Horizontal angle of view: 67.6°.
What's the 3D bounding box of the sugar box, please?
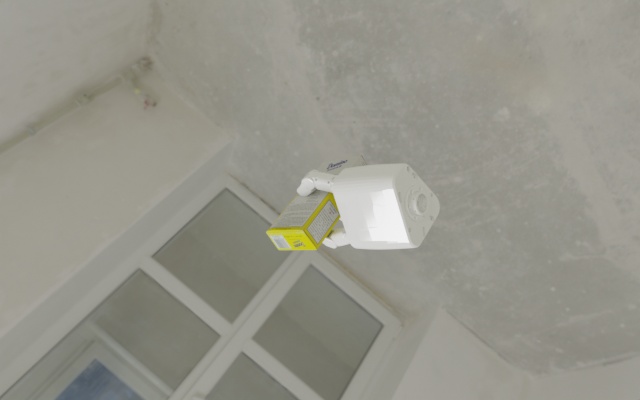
[{"bbox_3d":[0.000,0.003,0.751,0.093,0.048,0.176,-5,35,47],"label":"sugar box"}]
